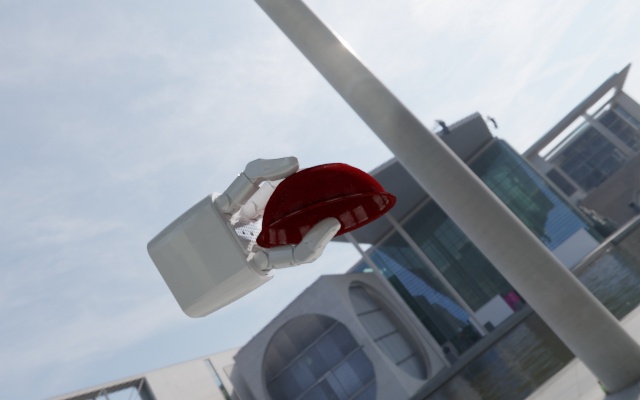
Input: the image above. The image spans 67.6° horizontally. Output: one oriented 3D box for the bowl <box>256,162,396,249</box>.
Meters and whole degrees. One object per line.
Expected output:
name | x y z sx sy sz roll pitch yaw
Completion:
bowl | 0.001 0.001 0.536 0.162 0.055 0.162 -16 -16 -5
